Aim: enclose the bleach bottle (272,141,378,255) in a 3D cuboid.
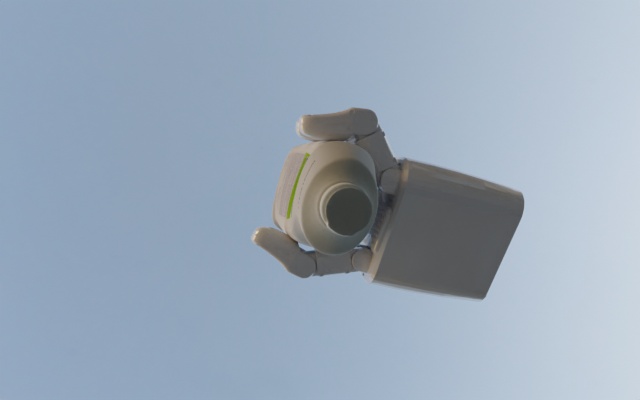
[{"bbox_3d":[0.000,0.001,0.402,0.068,0.102,0.251,12,5,-8],"label":"bleach bottle"}]
